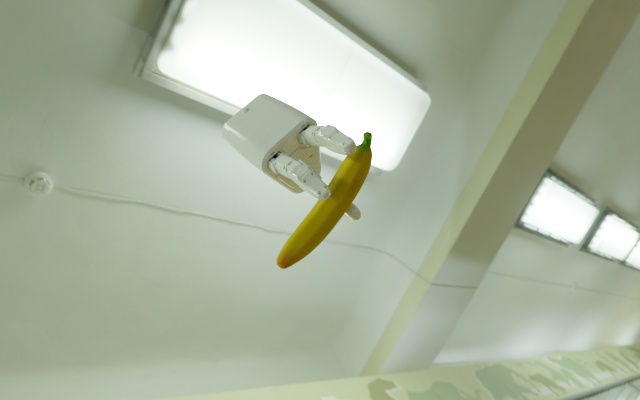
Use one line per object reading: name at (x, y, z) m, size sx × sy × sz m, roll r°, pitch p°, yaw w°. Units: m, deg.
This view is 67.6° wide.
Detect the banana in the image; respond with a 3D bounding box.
banana at (0.010, 0.002, 0.601) m, size 0.037 × 0.198 × 0.069 m, roll 36°, pitch 8°, yaw 28°
